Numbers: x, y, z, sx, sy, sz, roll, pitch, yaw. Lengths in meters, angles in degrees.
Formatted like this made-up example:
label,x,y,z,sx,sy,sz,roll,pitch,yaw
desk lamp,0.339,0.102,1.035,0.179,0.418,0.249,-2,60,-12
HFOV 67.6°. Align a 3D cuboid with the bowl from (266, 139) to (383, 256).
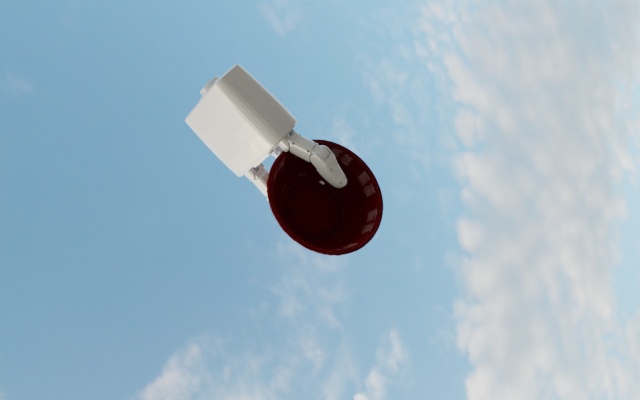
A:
label,x,y,z,sx,sy,sz,roll,pitch,yaw
bowl,0.001,0.003,0.634,0.162,0.162,0.055,0,-23,-23
